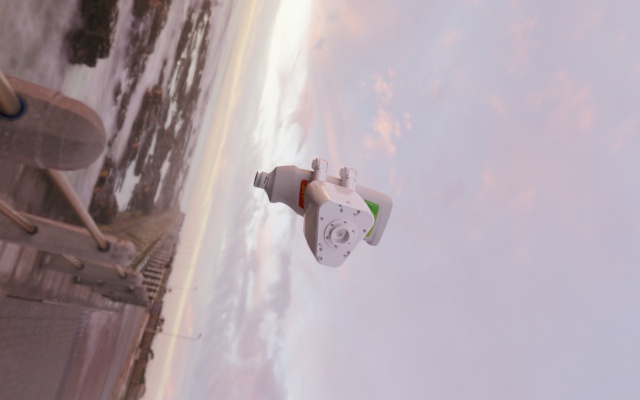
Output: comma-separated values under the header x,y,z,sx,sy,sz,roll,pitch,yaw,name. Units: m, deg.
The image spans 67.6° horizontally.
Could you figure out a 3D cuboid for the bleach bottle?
x,y,z,sx,sy,sz,roll,pitch,yaw,name
0.000,0.003,0.866,0.251,0.102,0.068,16,14,-15,bleach bottle
